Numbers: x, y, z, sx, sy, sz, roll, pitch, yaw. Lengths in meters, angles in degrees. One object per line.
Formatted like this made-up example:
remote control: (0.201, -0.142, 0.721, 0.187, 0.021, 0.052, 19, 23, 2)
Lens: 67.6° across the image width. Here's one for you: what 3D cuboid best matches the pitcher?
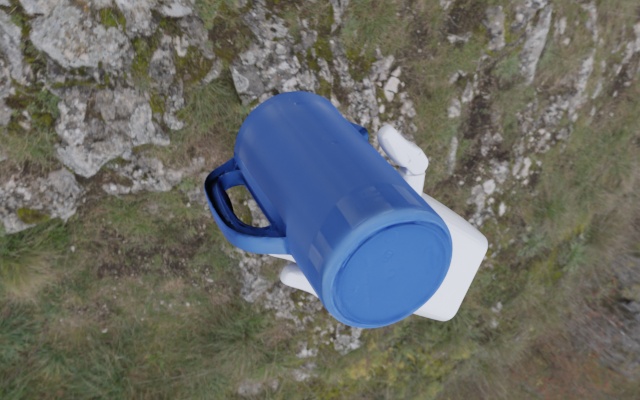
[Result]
pitcher: (0.000, 0.001, 0.436, 0.145, 0.149, 0.242, 28, 15, -33)
